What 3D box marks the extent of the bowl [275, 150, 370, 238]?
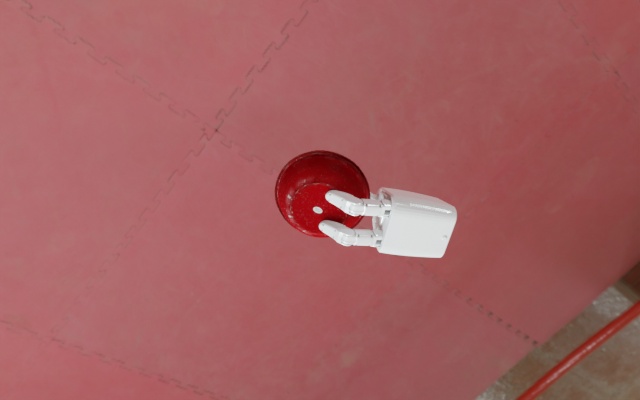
[{"bbox_3d":[-0.001,0.003,0.780,0.162,0.162,0.055,0,26,6],"label":"bowl"}]
